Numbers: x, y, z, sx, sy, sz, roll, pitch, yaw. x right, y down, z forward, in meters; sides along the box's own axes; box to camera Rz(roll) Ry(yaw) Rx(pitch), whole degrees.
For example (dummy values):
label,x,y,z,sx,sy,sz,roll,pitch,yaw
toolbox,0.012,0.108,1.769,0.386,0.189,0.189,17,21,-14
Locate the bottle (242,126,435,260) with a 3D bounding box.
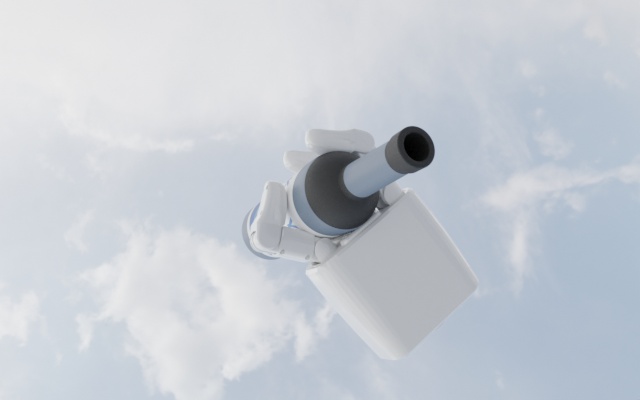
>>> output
label,x,y,z,sx,sy,sz,roll,pitch,yaw
bottle,0.000,0.001,0.420,0.069,0.069,0.296,0,-13,-24
